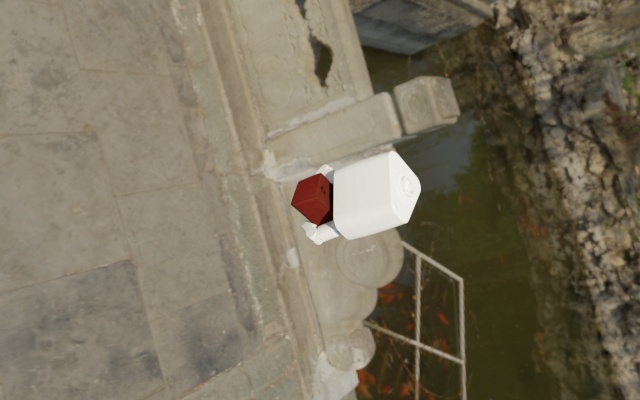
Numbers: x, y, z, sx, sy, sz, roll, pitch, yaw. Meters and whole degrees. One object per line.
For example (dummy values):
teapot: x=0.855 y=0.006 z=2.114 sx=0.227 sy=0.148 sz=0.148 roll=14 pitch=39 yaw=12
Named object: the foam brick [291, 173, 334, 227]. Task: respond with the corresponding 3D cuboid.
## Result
foam brick: x=0.000 y=0.002 z=0.776 sx=0.051 sy=0.053 sz=0.078 roll=-20 pitch=-49 yaw=36
